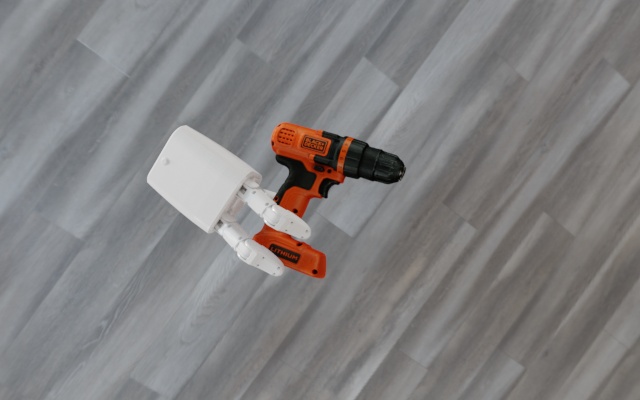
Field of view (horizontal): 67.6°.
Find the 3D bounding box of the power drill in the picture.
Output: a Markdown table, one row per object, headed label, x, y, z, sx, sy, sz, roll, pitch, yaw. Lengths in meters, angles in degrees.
| label | x | y | z | sx | sy | sz | roll | pitch | yaw |
| --- | --- | --- | --- | --- | --- | --- | --- | --- | --- |
| power drill | 0.000 | 0.002 | 0.625 | 0.184 | 0.187 | 0.057 | 18 | -6 | 17 |
